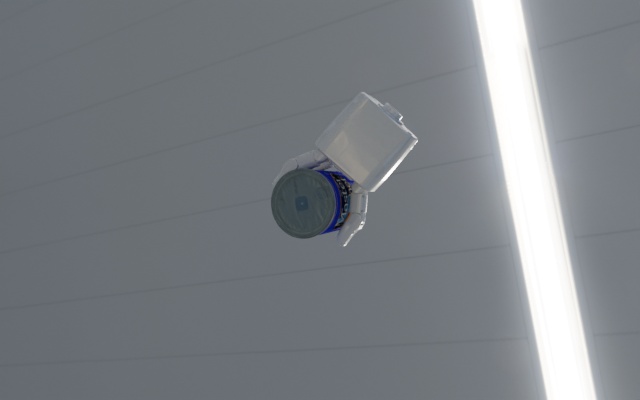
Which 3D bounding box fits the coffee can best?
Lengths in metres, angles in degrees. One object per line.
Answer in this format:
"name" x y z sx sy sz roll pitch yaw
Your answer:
"coffee can" 0.000 0.003 0.755 0.103 0.103 0.140 0 2 23
